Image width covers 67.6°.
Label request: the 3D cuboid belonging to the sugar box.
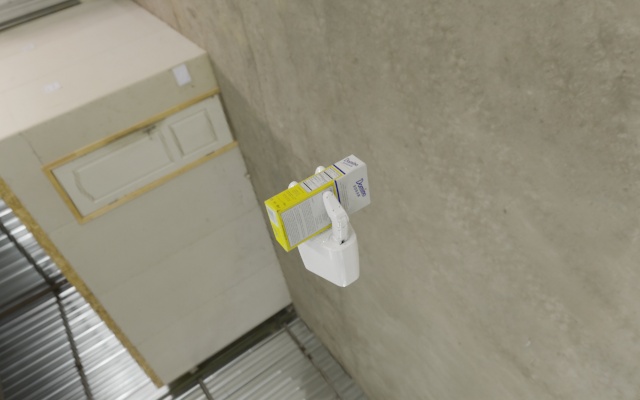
[{"bbox_3d":[0.000,0.003,0.802,0.176,0.093,0.048,-30,45,-21],"label":"sugar box"}]
